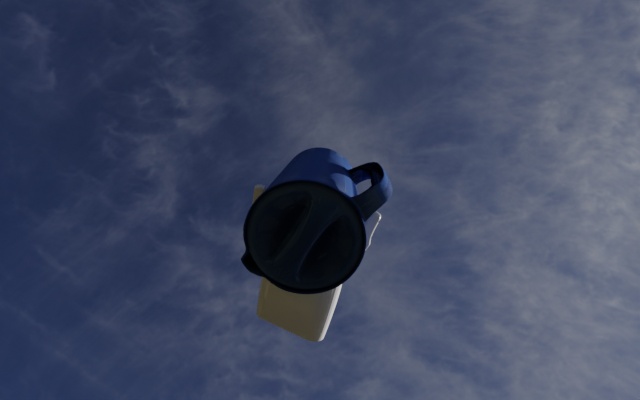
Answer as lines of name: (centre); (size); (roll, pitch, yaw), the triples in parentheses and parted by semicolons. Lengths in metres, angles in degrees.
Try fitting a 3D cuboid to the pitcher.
pitcher: (0.000, 0.002, 0.617); (0.149, 0.145, 0.242); (13, 19, 0)
